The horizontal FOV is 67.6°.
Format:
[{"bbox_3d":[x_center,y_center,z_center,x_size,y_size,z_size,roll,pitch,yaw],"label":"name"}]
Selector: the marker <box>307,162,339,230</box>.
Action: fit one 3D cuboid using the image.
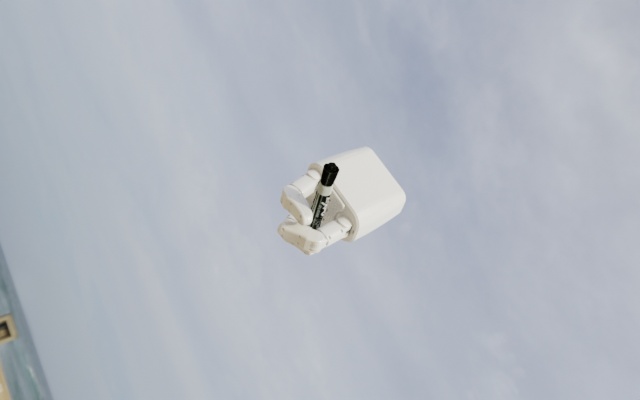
[{"bbox_3d":[0.000,0.002,0.581,0.020,0.121,0.020,10,42,-9],"label":"marker"}]
